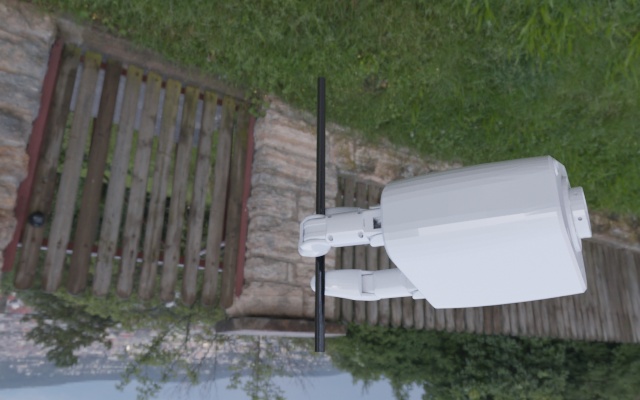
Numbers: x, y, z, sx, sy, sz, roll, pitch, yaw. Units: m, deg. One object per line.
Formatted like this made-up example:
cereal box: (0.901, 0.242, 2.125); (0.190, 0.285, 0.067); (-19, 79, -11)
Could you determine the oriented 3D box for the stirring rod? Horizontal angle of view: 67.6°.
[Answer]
stirring rod: (0.000, 0.001, 0.401); (0.011, 0.239, 0.011); (0, -19, 0)
